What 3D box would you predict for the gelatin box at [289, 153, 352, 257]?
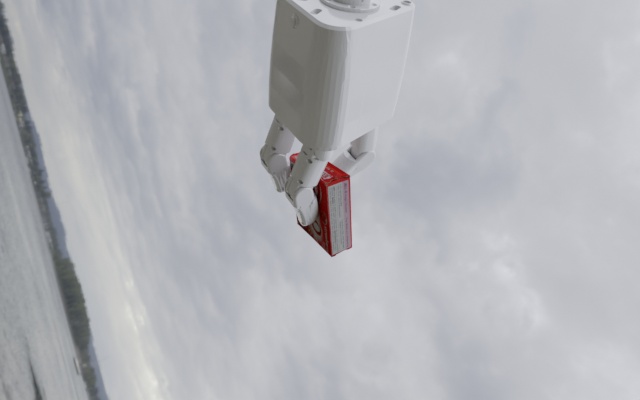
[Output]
[{"bbox_3d":[0.000,0.002,0.491,0.030,0.089,0.073,-21,36,-24],"label":"gelatin box"}]
